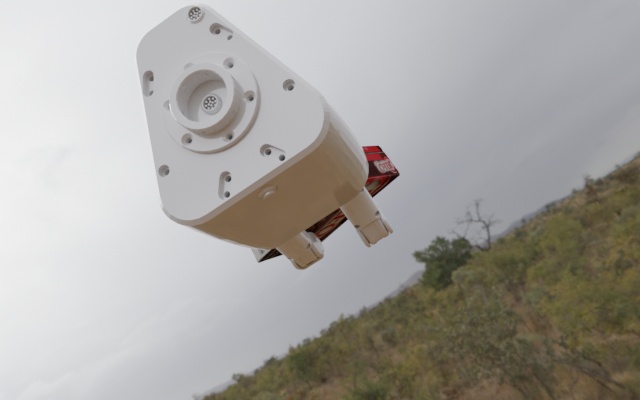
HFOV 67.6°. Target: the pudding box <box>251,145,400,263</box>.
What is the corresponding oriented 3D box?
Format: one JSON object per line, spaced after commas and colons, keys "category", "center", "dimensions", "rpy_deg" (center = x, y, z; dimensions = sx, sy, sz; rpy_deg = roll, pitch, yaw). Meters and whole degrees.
{"category": "pudding box", "center": [0.000, 0.001, 0.401], "dimensions": [0.113, 0.039, 0.090], "rpy_deg": [-41, -18, 33]}
